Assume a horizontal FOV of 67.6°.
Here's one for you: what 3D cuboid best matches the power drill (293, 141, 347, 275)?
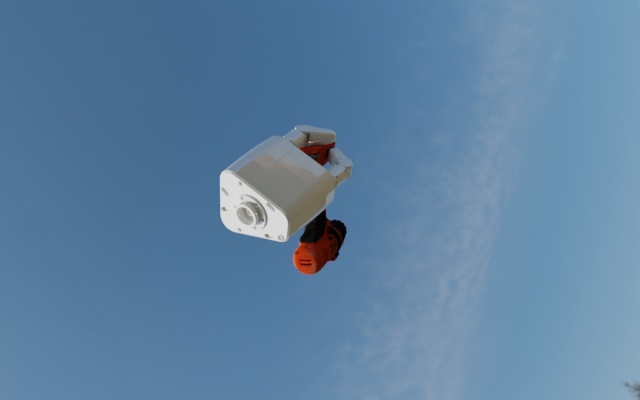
[{"bbox_3d":[0.000,0.002,0.743,0.057,0.188,0.184,-4,12,16],"label":"power drill"}]
